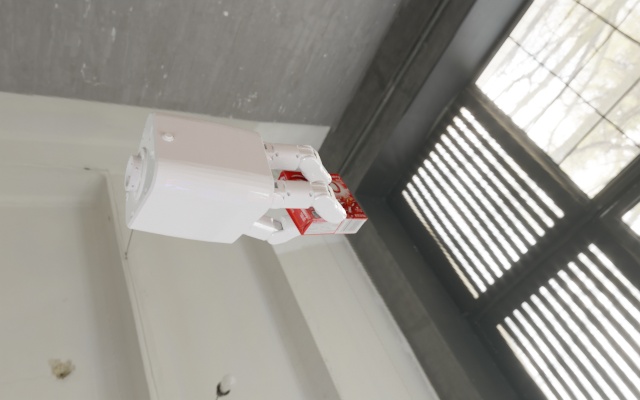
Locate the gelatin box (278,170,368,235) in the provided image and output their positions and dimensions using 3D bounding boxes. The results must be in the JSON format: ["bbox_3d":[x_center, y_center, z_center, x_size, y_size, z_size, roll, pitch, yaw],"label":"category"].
[{"bbox_3d":[0.000,0.002,0.538,0.089,0.073,0.030,2,-44,-43],"label":"gelatin box"}]
